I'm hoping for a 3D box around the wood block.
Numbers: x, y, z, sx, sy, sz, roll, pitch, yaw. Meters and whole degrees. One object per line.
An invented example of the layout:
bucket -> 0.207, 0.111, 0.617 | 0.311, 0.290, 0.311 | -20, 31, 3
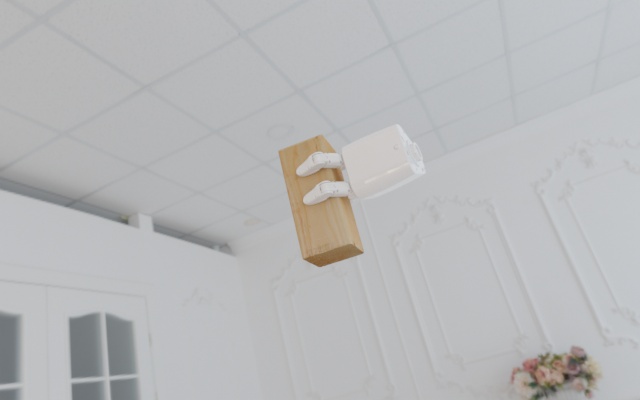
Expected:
wood block -> 0.001, 0.003, 0.850 | 0.090, 0.206, 0.091 | -19, -22, 14
